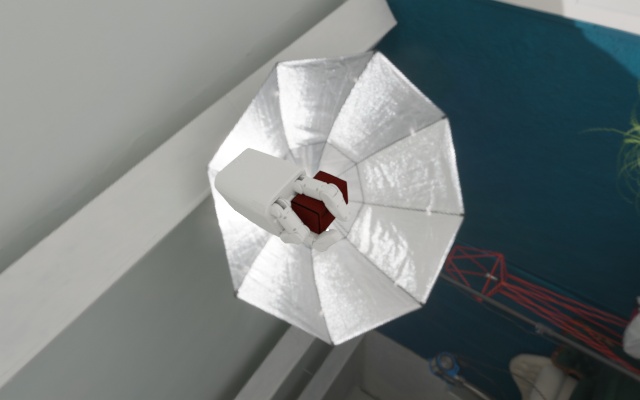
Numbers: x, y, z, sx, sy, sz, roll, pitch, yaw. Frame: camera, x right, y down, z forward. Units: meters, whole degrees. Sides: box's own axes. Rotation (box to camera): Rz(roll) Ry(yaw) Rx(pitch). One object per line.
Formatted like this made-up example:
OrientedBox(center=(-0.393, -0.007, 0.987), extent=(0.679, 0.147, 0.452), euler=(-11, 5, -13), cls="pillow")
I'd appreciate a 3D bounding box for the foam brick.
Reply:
OrientedBox(center=(0.000, 0.002, 0.722), extent=(0.051, 0.053, 0.078), euler=(25, 54, 25), cls="foam brick")
